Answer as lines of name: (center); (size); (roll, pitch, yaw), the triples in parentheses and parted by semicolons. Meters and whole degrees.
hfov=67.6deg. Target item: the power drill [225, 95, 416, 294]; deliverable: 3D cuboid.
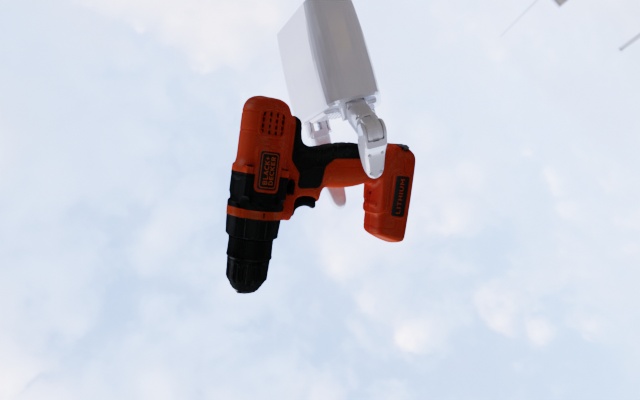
power drill: (0.000, 0.001, 0.474); (0.187, 0.184, 0.057); (5, 7, -29)
